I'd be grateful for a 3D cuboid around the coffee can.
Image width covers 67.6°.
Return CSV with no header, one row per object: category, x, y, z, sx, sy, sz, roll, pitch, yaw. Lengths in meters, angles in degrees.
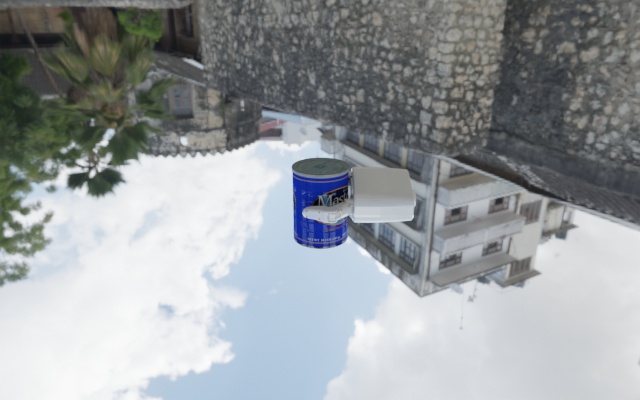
coffee can,0.000,0.003,0.870,0.103,0.140,0.102,0,22,0
